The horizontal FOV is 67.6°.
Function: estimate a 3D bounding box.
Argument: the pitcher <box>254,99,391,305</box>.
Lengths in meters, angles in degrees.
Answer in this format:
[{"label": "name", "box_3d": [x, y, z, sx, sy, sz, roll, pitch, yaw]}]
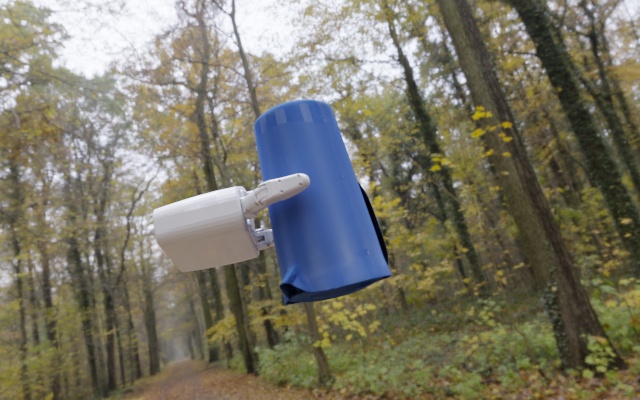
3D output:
[{"label": "pitcher", "box_3d": [0.000, 0.002, 0.611, 0.145, 0.242, 0.149, -14, -13, -1]}]
